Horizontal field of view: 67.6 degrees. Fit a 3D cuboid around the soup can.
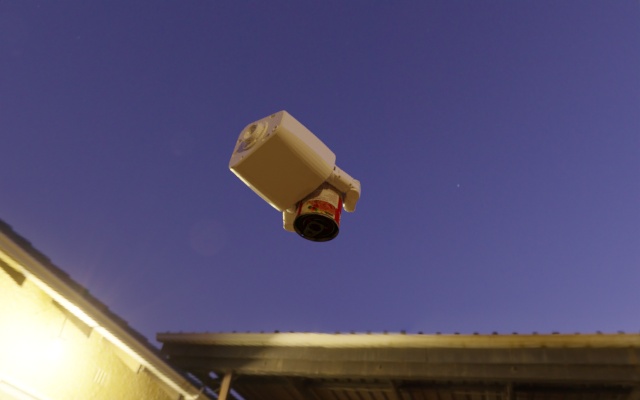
[{"bbox_3d":[0.001,0.002,0.724,0.068,0.102,0.069,6,-40,5],"label":"soup can"}]
